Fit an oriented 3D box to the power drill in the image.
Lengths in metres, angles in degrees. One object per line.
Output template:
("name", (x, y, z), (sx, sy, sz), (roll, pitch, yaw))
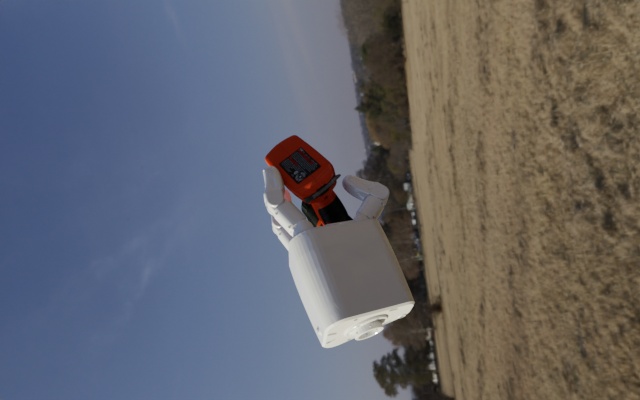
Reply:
("power drill", (0.000, 0.002, 0.639), (0.184, 0.057, 0.188), (43, -9, 45))
